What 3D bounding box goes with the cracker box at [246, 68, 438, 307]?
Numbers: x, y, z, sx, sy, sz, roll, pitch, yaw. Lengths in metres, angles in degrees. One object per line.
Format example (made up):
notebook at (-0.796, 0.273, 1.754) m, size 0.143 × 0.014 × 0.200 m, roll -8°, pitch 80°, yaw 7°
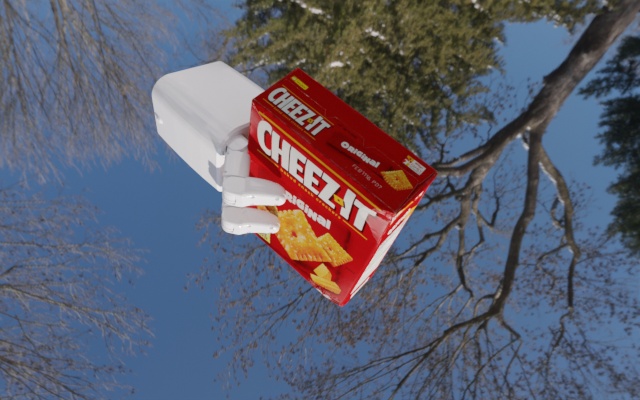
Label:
cracker box at (0.000, 0.002, 0.491) m, size 0.072 × 0.164 × 0.214 m, roll -43°, pitch -16°, yaw -30°
